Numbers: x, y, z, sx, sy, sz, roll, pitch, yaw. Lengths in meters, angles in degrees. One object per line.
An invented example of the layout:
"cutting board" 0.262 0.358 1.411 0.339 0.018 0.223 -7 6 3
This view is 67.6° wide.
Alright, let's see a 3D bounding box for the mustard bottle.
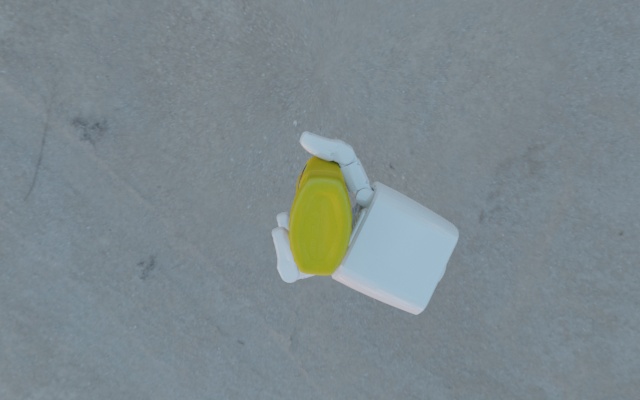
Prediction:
"mustard bottle" 0.000 0.002 0.520 0.058 0.096 0.191 3 15 -1
